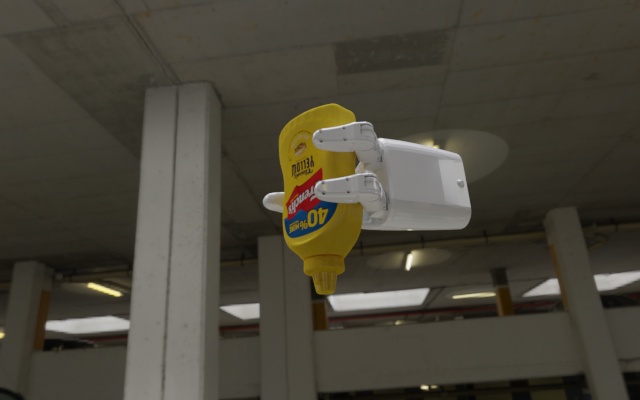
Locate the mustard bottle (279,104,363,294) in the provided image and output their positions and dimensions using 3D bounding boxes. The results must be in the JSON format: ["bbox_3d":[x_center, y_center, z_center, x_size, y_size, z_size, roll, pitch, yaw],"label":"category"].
[{"bbox_3d":[0.000,0.001,0.501,0.096,0.191,0.058,-21,-27,38],"label":"mustard bottle"}]
